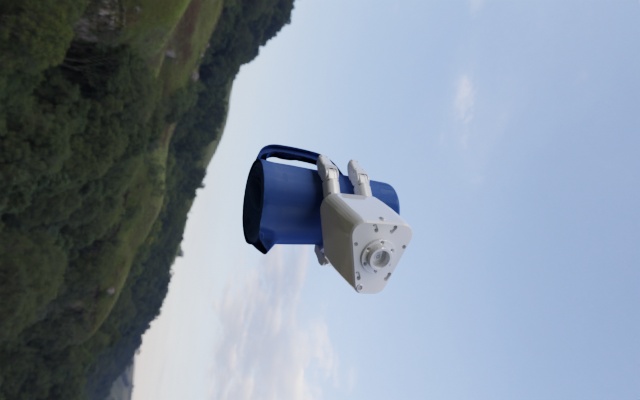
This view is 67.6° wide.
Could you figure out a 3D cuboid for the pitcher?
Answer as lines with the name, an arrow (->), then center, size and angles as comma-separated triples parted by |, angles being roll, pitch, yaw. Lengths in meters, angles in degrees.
pitcher -> 0.000, 0.003, 0.779 | 0.243, 0.149, 0.145 | 6, 16, -22
